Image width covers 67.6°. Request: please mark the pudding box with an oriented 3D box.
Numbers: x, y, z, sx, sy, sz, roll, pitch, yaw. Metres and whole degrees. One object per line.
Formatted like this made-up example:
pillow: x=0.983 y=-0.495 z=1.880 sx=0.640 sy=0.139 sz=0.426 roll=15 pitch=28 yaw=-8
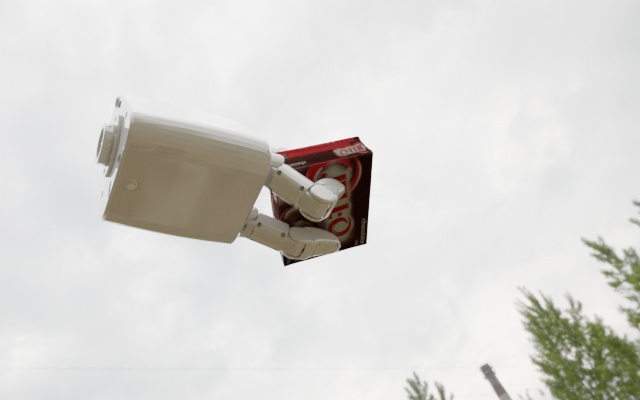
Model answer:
pudding box: x=0.000 y=0.001 z=0.450 sx=0.090 sy=0.114 sz=0.039 roll=-13 pitch=41 yaw=-15
